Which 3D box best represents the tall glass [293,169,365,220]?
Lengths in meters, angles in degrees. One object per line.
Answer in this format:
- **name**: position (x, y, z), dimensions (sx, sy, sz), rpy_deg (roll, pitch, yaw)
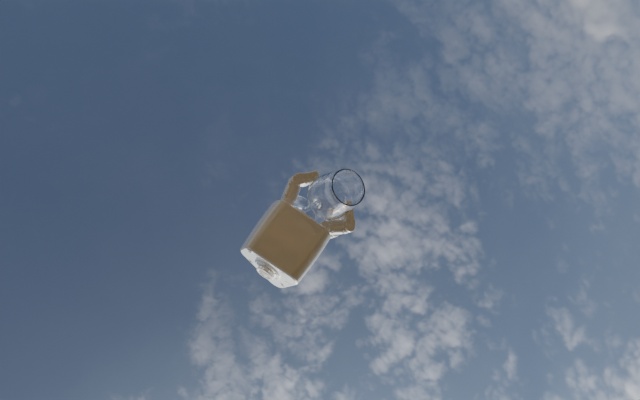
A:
- **tall glass**: position (0.000, 0.003, 0.843), dimensions (0.079, 0.079, 0.201), rpy_deg (0, -14, -28)
